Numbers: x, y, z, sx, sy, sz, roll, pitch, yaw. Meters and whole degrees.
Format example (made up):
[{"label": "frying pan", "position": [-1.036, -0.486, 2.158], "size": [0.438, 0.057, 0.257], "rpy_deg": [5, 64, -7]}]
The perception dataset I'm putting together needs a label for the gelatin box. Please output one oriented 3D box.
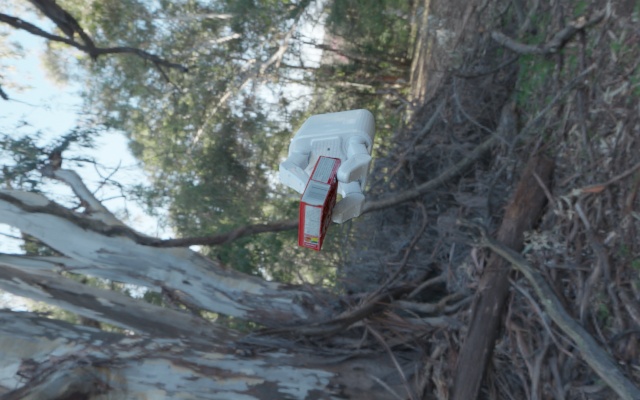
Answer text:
[{"label": "gelatin box", "position": [0.000, 0.002, 0.560], "size": [0.030, 0.073, 0.089], "rpy_deg": [13, 43, 8]}]
